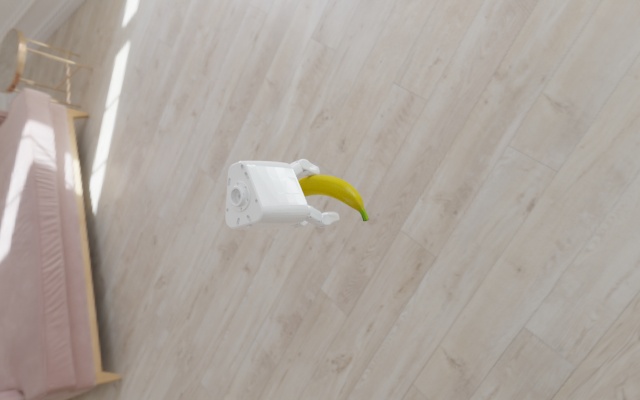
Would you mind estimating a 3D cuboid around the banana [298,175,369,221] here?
[{"bbox_3d":[0.005,-0.015,0.893,0.198,0.069,0.037,16,15,38],"label":"banana"}]
